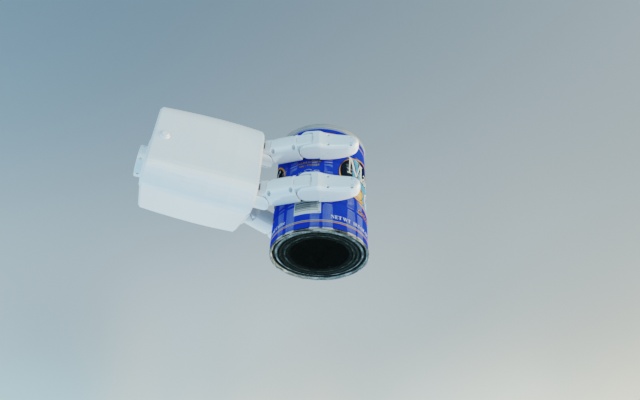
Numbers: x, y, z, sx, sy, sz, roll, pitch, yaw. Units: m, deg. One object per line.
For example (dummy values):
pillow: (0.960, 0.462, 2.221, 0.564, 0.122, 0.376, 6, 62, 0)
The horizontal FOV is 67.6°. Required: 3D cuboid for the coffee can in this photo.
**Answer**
coffee can: (0.000, 0.002, 0.526, 0.103, 0.140, 0.103, 1, -37, 1)
